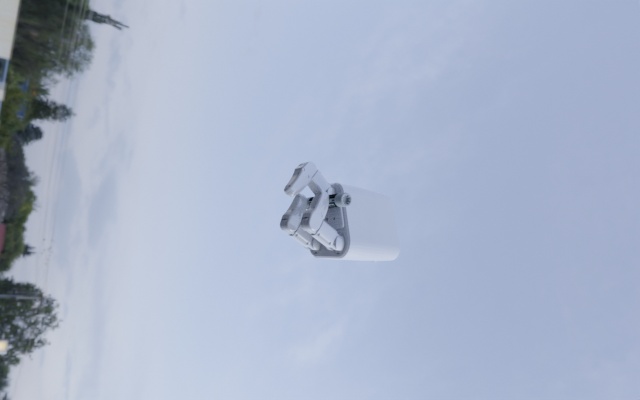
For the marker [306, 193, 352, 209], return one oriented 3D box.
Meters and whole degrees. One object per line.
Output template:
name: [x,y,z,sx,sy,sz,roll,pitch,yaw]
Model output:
marker: [0.000,0.002,0.687,0.020,0.020,0.121,0,-3,-36]
